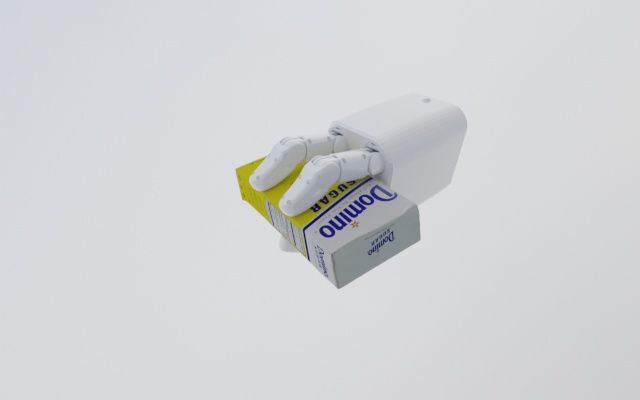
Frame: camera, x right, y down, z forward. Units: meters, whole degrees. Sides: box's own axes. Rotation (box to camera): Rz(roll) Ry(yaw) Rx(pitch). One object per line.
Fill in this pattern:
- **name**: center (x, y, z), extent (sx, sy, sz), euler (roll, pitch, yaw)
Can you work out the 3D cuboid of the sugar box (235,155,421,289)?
- **sugar box**: center (0.000, 0.001, 0.449), extent (0.093, 0.048, 0.176), euler (-27, 36, -24)
